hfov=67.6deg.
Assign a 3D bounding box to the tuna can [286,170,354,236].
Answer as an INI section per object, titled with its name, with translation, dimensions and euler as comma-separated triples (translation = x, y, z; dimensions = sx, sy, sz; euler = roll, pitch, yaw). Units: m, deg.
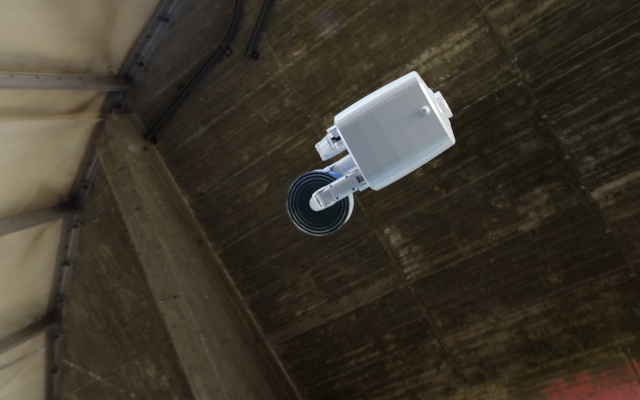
[tuna can]
translation = 0.000, 0.002, 0.633
dimensions = 0.086, 0.086, 0.033
euler = 0, 9, 15
